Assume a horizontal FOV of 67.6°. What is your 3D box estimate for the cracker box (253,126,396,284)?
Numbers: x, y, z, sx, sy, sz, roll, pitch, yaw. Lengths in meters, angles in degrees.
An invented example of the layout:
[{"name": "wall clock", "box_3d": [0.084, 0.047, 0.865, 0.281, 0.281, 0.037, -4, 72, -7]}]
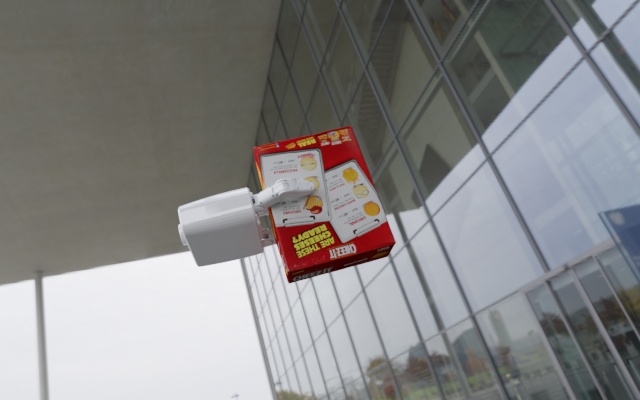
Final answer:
[{"name": "cracker box", "box_3d": [0.000, 0.002, 0.741, 0.164, 0.213, 0.072, -14, -24, -9]}]
